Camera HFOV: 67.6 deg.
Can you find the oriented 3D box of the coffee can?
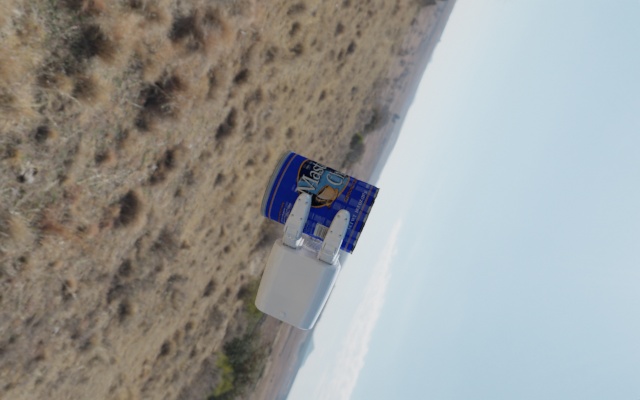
[{"bbox_3d":[0.000,0.002,0.678,0.140,0.103,0.103,23,2,5],"label":"coffee can"}]
